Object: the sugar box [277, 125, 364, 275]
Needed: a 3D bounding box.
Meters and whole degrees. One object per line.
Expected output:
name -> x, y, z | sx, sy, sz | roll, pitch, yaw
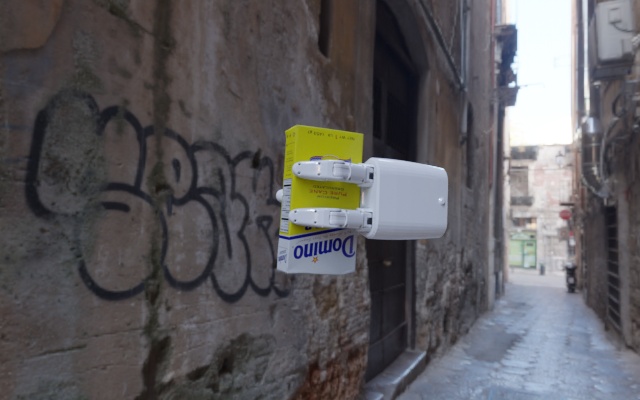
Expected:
sugar box -> 0.000, 0.002, 0.588 | 0.093, 0.176, 0.048 | 4, -4, -23
